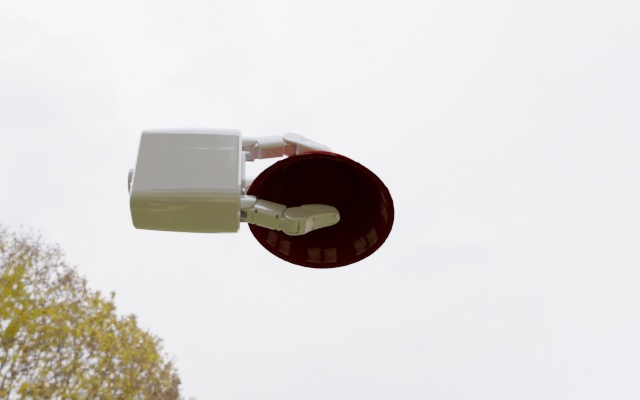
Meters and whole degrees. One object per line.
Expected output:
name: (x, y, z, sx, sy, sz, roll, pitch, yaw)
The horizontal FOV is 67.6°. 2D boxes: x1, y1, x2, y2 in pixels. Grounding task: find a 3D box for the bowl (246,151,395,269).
bowl: (0.001, 0.002, 0.531, 0.162, 0.162, 0.055, 0, 38, 4)
